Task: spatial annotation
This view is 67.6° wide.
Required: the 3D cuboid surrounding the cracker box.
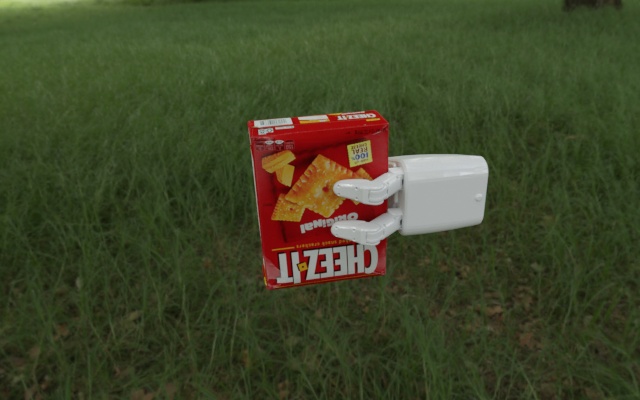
[{"bbox_3d":[0.000,0.002,0.610,0.164,0.214,0.072,-6,25,-7],"label":"cracker box"}]
